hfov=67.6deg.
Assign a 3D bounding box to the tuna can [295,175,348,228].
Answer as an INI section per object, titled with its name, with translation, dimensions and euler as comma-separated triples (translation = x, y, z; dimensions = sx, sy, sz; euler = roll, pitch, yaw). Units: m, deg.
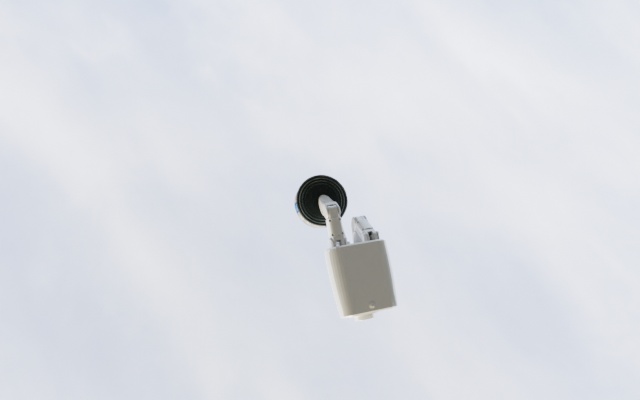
[tuna can]
translation = 0.000, 0.003, 0.797
dimensions = 0.086, 0.086, 0.034
euler = 0, -11, -10
